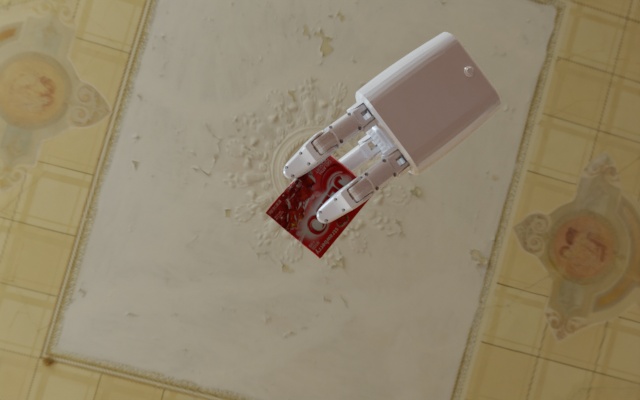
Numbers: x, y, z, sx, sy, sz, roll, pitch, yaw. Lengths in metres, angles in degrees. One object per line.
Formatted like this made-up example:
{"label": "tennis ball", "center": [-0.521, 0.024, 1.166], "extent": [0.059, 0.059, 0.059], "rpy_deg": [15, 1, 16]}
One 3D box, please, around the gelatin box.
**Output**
{"label": "gelatin box", "center": [0.000, 0.002, 0.488], "extent": [0.073, 0.089, 0.030], "rpy_deg": [40, 4, -1]}
